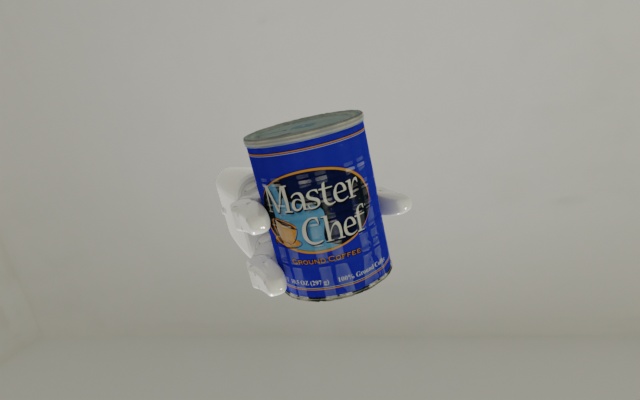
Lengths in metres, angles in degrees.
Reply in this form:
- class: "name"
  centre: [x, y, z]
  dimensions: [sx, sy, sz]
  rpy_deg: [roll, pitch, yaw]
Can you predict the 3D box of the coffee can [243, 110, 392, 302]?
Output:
- class: "coffee can"
  centre: [0.000, 0.001, 0.418]
  dimensions: [0.103, 0.140, 0.102]
  rpy_deg: [-12, 15, 3]
